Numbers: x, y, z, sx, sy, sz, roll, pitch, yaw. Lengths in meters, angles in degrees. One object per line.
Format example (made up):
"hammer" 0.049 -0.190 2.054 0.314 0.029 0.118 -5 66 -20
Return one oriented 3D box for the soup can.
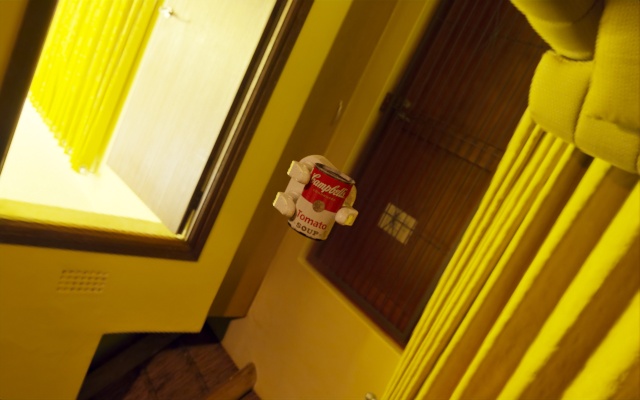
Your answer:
"soup can" 0.000 0.003 0.727 0.068 0.102 0.068 25 12 -6
